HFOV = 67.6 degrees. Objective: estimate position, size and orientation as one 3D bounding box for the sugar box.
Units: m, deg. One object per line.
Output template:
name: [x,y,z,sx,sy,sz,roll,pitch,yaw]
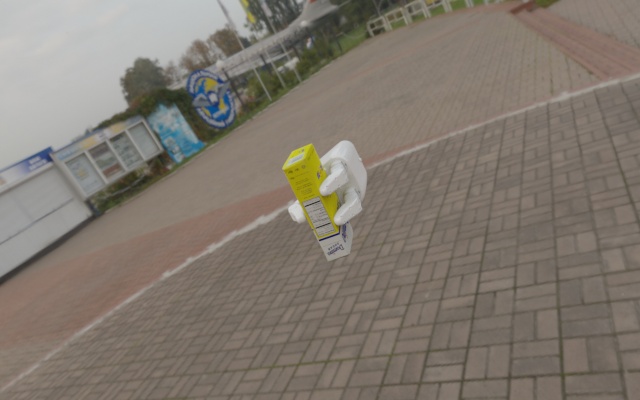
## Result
sugar box: [0.001,0.002,0.788,0.048,0.176,0.093,-23,18,17]
